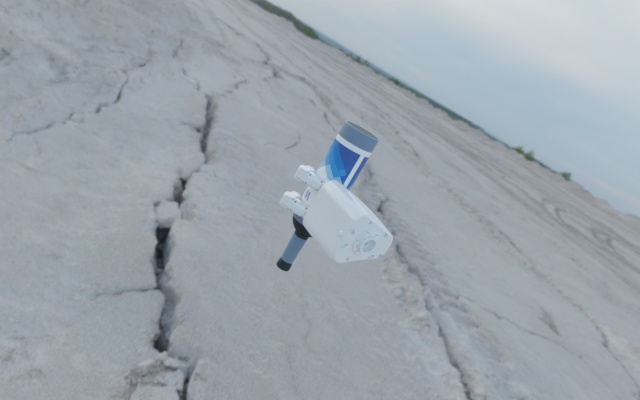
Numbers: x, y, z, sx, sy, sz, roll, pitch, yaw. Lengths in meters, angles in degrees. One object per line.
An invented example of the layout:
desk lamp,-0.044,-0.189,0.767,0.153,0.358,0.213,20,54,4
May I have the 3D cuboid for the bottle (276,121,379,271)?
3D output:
bottle,0.000,0.003,0.852,0.069,0.296,0.069,28,17,-9
